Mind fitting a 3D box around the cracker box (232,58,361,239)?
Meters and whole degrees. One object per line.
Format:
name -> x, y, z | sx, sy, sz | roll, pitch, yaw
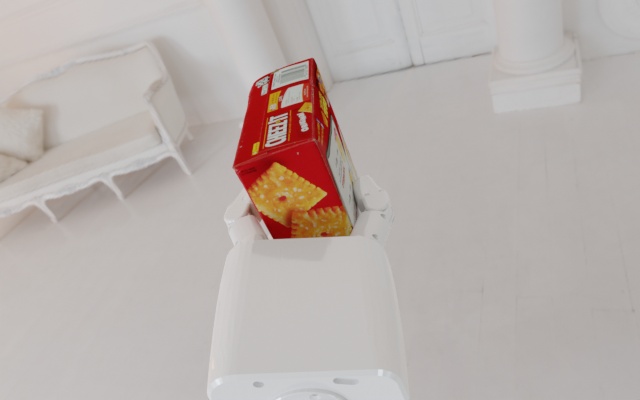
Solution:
cracker box -> 0.000, 0.001, 0.444 | 0.072, 0.214, 0.164 | -17, 35, 10
